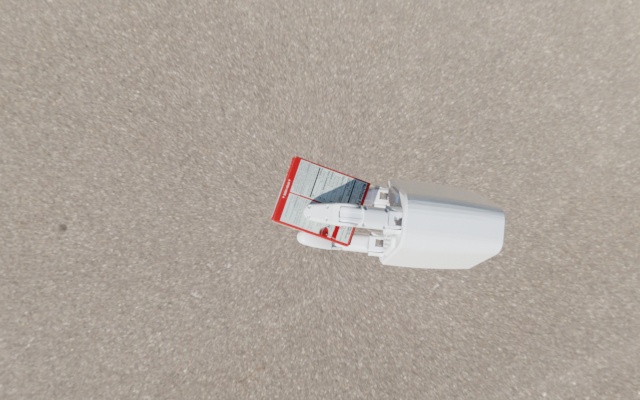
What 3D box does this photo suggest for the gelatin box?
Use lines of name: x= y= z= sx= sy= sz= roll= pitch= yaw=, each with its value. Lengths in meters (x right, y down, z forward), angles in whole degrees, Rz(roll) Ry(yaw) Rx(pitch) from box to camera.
gelatin box: x=0.000 y=0.002 z=0.513 sx=0.089 sy=0.073 sz=0.030 roll=19 pitch=-4 yaw=-8
